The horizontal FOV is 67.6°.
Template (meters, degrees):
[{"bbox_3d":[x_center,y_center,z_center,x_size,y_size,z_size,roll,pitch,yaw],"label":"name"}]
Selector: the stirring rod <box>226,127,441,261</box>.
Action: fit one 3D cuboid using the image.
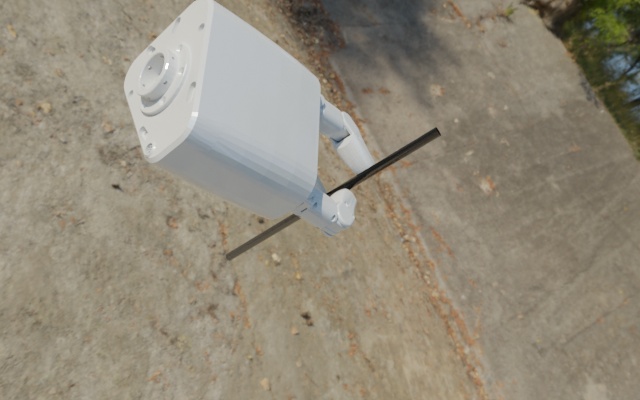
[{"bbox_3d":[0.000,0.001,0.428,0.239,0.011,0.011,-31,-15,26],"label":"stirring rod"}]
